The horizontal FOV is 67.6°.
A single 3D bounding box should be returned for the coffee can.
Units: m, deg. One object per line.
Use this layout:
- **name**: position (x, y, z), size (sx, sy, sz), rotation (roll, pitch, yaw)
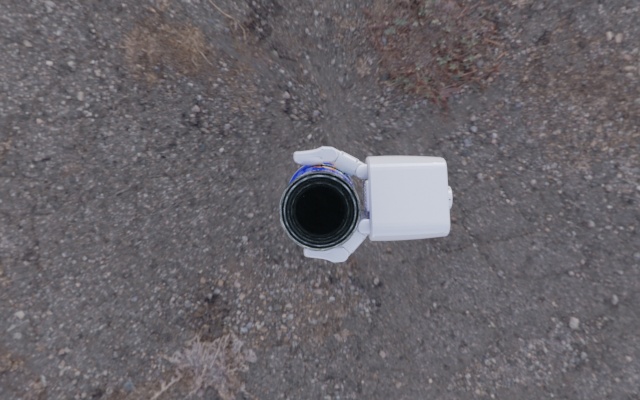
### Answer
- **coffee can**: position (0.000, 0.002, 0.659), size (0.103, 0.103, 0.140), rotation (0, 10, 1)
